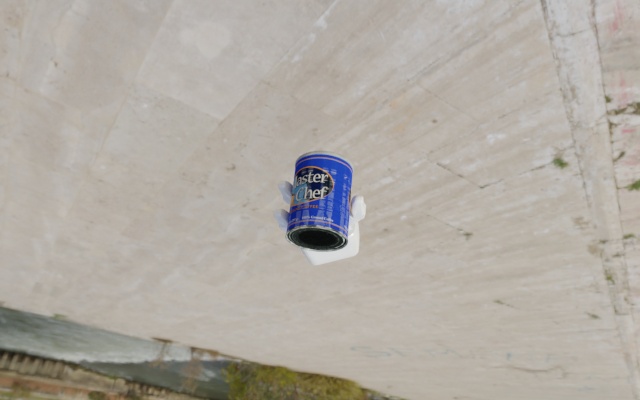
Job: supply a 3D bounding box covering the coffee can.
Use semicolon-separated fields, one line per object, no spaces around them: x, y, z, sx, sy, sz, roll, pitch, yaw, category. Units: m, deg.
0.000;0.002;0.802;0.103;0.140;0.103;5;-27;2;coffee can
